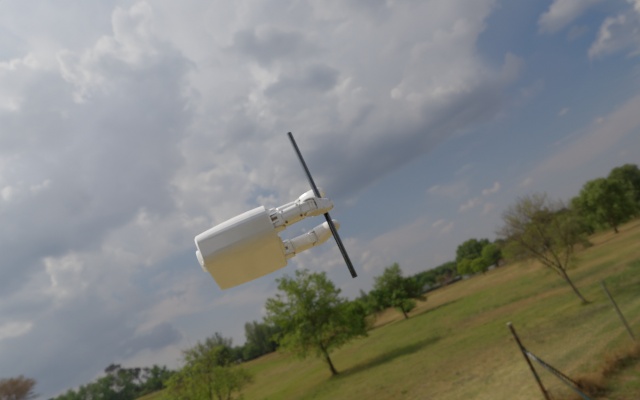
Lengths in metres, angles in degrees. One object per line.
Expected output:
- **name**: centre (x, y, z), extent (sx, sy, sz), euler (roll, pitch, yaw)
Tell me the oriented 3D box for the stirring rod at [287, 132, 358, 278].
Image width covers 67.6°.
- **stirring rod**: centre (0.000, 0.002, 0.701), extent (0.011, 0.239, 0.011), euler (-23, -15, -7)
